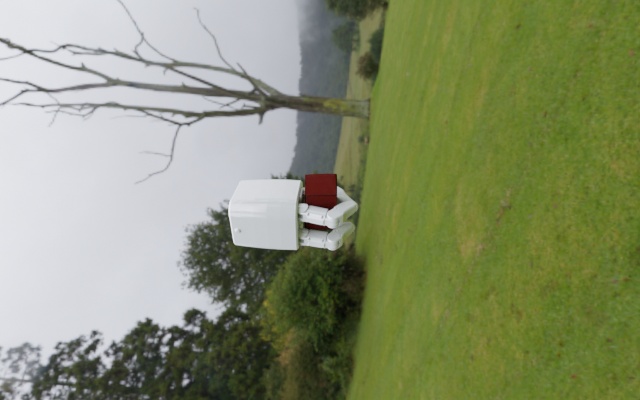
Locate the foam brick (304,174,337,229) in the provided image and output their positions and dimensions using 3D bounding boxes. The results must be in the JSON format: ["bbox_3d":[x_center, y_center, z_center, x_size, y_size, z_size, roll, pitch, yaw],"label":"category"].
[{"bbox_3d":[0.000,0.002,0.765,0.051,0.078,0.053,1,42,0],"label":"foam brick"}]
